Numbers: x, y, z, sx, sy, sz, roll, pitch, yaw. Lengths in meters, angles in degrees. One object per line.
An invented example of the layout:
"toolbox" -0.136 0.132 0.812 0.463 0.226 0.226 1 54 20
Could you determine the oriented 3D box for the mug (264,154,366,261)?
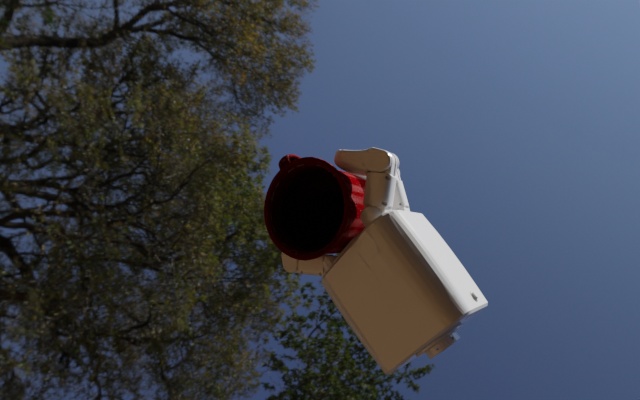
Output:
"mug" -0.001 0.001 0.467 0.093 0.117 0.081 -46 -26 20
